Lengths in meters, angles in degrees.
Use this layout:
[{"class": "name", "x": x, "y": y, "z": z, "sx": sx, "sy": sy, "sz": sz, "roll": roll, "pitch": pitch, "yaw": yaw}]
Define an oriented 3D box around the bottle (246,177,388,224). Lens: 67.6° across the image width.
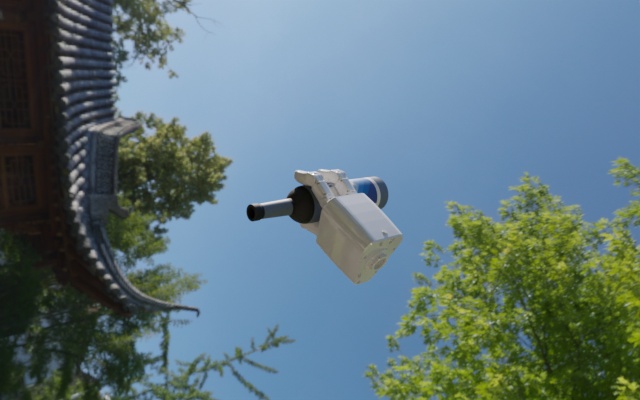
[{"class": "bottle", "x": 0.000, "y": 0.003, "z": 0.840, "sx": 0.295, "sy": 0.069, "sz": 0.069, "roll": -9, "pitch": 6, "yaw": -42}]
